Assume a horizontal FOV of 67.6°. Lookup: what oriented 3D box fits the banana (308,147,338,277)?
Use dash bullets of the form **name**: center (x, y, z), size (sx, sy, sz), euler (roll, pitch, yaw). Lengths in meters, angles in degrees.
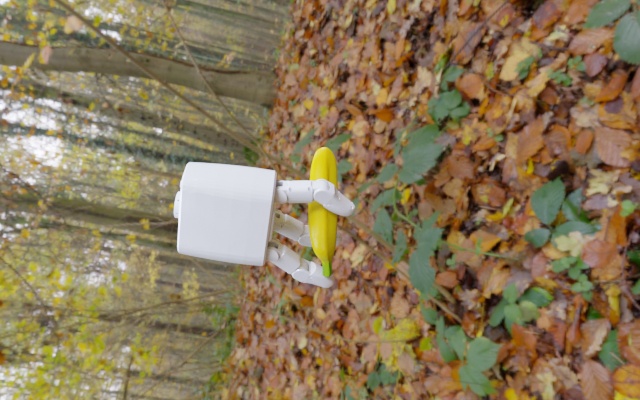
- **banana**: center (0.002, -0.004, 0.626), size (0.037, 0.197, 0.070), euler (5, -31, -5)
